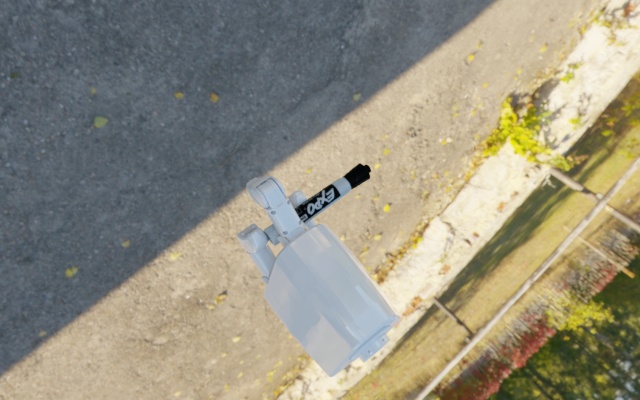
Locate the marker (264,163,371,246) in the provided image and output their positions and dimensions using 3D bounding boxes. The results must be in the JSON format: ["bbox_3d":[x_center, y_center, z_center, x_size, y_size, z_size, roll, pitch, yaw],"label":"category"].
[{"bbox_3d":[0.000,0.001,0.457,0.121,0.020,0.020,-35,10,-15],"label":"marker"}]
